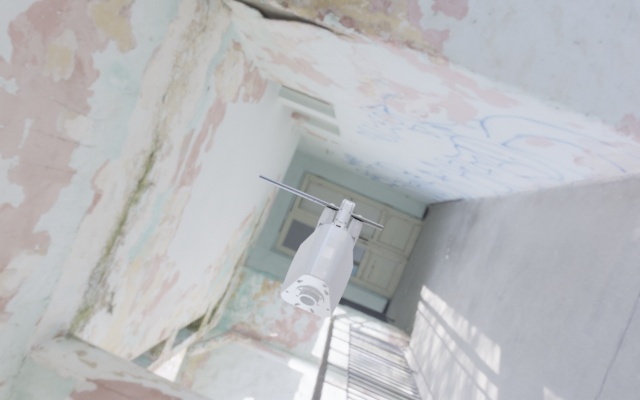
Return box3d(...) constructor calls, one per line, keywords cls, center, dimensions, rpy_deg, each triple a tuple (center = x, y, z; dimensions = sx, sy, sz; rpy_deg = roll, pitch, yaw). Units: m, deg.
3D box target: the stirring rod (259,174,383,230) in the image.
box3d(cls="stirring rod", center=(0.000, 0.003, 0.860), dimensions=(0.239, 0.011, 0.011), rpy_deg=(23, 1, 4))
